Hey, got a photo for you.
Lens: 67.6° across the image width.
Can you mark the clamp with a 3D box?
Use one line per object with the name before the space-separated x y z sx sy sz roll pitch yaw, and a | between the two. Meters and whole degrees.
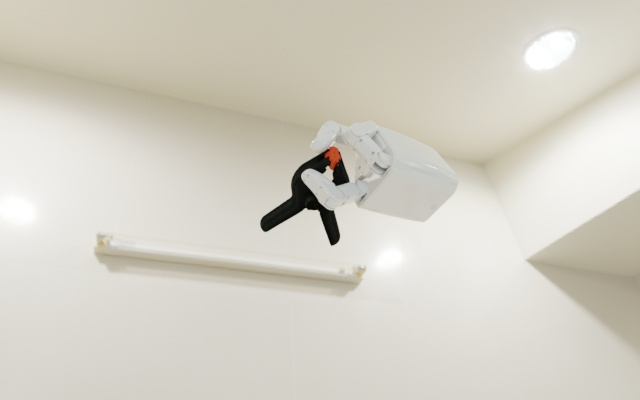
clamp | 0.000 0.002 0.661 0.120 0.039 0.171 15 -45 -23
